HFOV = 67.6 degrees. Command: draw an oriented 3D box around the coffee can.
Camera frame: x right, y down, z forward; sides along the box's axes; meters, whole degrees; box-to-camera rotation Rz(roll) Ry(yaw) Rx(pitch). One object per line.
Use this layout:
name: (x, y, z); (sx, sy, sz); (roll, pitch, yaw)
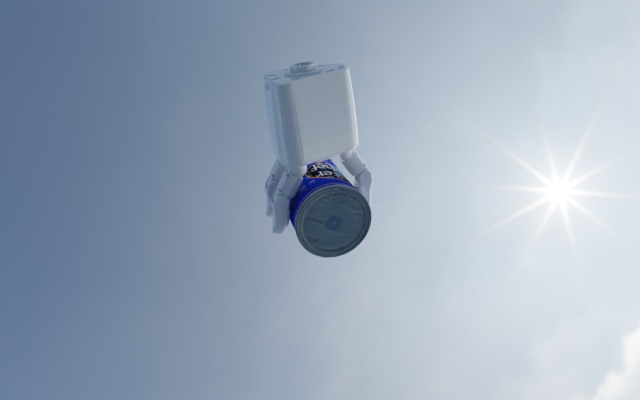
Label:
coffee can: (0.000, 0.002, 0.676); (0.103, 0.103, 0.140); (0, 23, -16)
